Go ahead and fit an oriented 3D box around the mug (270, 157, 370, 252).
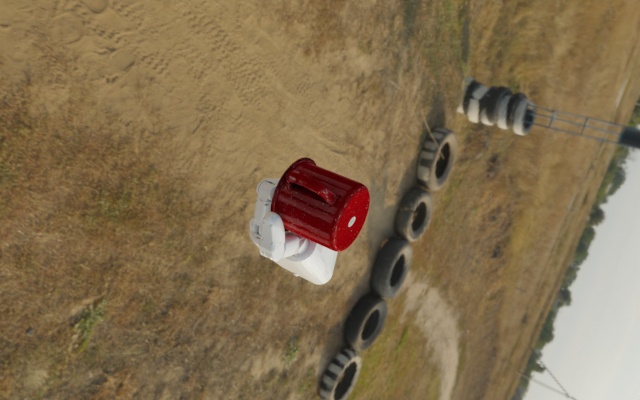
[{"bbox_3d":[0.000,0.001,0.532,0.081,0.093,0.117,23,-19,26],"label":"mug"}]
